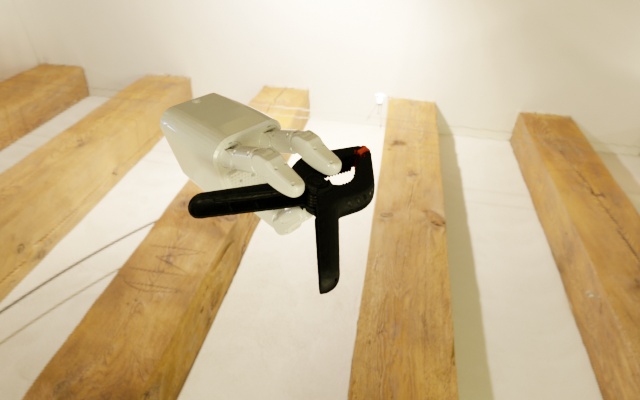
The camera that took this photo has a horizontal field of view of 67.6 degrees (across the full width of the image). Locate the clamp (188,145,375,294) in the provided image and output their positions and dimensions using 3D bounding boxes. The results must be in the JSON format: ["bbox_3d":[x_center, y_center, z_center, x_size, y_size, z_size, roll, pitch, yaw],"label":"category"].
[{"bbox_3d":[0.000,0.002,0.481,0.164,0.036,0.210,33,44,28],"label":"clamp"}]
